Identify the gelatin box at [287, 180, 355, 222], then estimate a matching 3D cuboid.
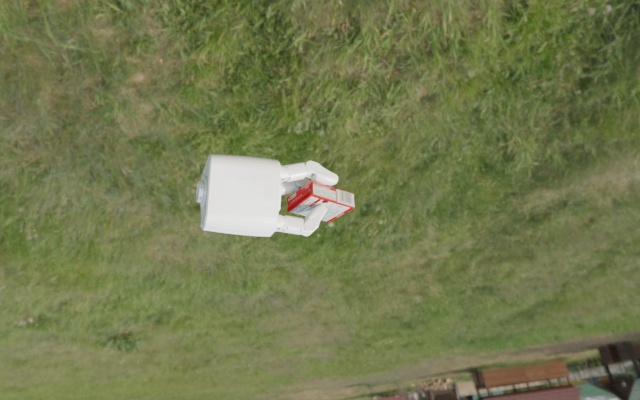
[{"bbox_3d":[0.000,0.003,0.789,0.089,0.030,0.073,16,-31,-31],"label":"gelatin box"}]
